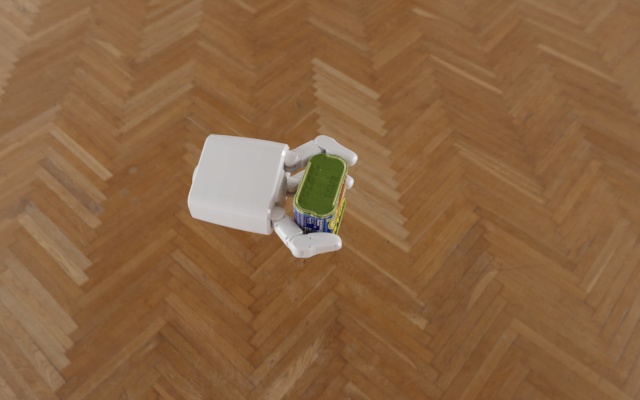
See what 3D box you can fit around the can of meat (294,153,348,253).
[{"bbox_3d":[0.000,0.002,0.613,0.057,0.102,0.084,13,-35,8],"label":"can of meat"}]
